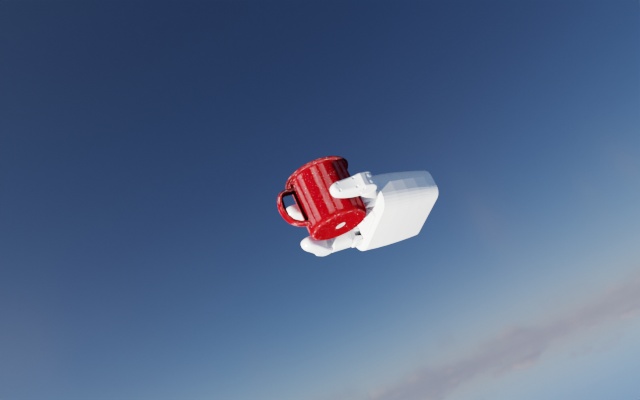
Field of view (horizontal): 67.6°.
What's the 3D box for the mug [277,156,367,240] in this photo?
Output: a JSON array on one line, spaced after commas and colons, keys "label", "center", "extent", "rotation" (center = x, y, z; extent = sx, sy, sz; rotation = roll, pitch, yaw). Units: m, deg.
[{"label": "mug", "center": [-0.001, 0.002, 0.635], "extent": [0.117, 0.081, 0.093], "rotation": [-11, -27, -28]}]
